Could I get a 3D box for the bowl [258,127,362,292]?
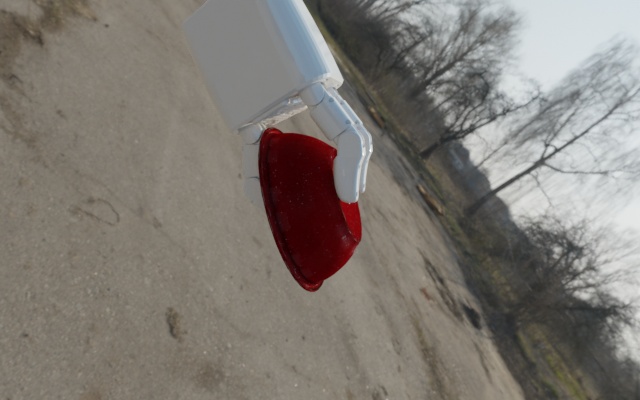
[{"bbox_3d":[0.001,0.003,0.452,0.055,0.162,0.162,-15,-4,14],"label":"bowl"}]
